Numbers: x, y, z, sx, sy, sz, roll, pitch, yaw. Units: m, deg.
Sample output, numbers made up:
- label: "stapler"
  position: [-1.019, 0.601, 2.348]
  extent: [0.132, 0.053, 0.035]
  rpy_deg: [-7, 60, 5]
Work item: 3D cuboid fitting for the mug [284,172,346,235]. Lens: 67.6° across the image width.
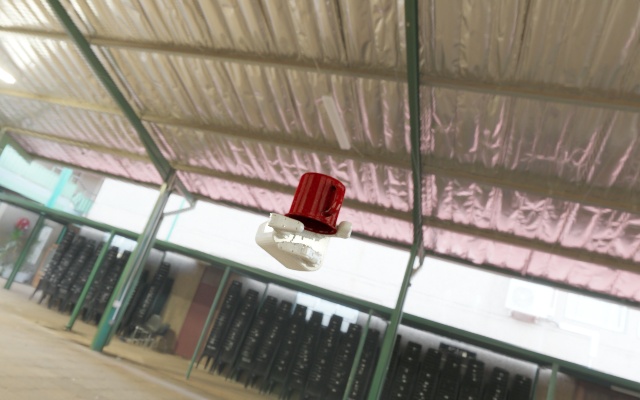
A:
- label: "mug"
  position: [0.001, 0.002, 0.798]
  extent: [0.093, 0.081, 0.117]
  rpy_deg: [25, -19, -23]
